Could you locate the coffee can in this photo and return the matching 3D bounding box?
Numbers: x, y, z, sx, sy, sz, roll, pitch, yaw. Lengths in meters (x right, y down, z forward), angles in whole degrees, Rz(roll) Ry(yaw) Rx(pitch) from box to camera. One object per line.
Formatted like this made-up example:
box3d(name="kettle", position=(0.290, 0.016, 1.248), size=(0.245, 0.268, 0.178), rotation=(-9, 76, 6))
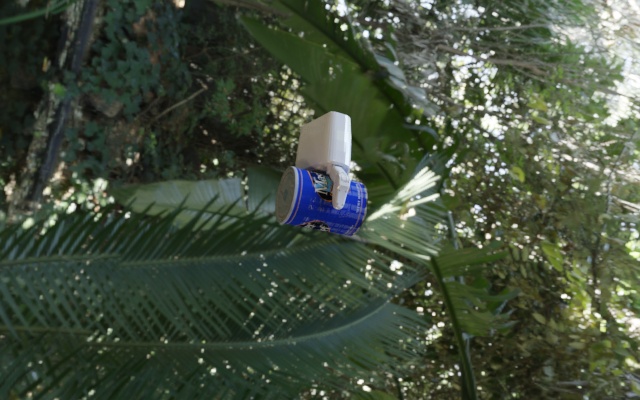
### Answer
box3d(name="coffee can", position=(0.000, 0.003, 0.867), size=(0.140, 0.103, 0.103), rotation=(12, -4, -21))
